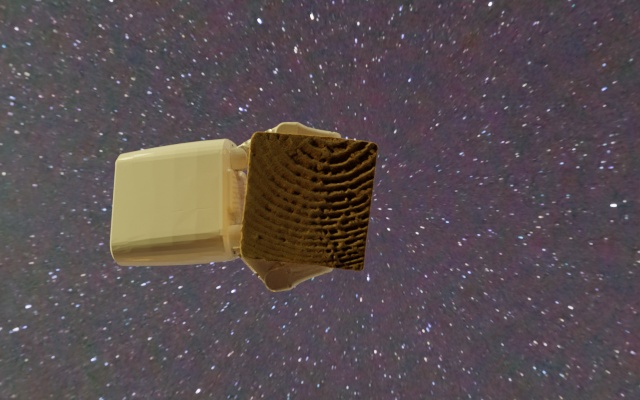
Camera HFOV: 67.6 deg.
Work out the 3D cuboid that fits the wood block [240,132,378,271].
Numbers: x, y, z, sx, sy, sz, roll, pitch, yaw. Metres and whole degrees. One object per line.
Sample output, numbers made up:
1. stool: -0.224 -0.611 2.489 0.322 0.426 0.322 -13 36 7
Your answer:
1. wood block: 0.000 0.001 0.429 0.090 0.091 0.206 6 0 5
